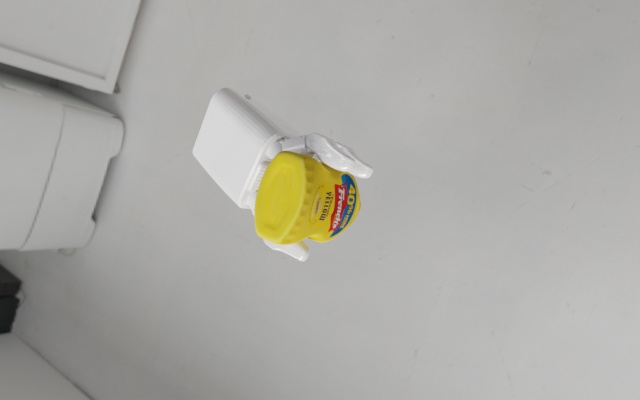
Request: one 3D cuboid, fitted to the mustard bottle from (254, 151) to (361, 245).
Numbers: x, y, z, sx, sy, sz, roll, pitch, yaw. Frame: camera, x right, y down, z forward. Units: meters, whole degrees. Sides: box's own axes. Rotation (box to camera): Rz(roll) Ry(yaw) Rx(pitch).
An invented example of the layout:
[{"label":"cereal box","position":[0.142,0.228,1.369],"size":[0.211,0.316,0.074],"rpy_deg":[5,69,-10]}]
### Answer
[{"label":"mustard bottle","position":[0.000,0.002,0.565],"size":[0.058,0.096,0.191],"rpy_deg":[16,4,27]}]
